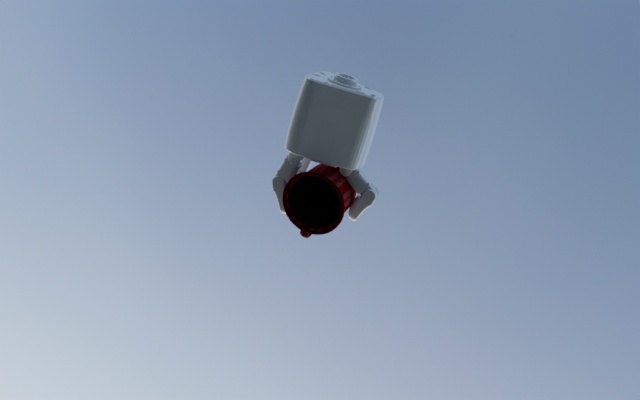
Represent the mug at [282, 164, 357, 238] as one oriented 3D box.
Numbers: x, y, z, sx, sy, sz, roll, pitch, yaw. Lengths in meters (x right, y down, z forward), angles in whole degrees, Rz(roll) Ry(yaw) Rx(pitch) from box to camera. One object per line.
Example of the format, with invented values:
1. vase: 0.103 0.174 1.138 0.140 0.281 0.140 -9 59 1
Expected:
1. mug: 0.000 0.003 0.699 0.093 0.117 0.081 25 26 12
